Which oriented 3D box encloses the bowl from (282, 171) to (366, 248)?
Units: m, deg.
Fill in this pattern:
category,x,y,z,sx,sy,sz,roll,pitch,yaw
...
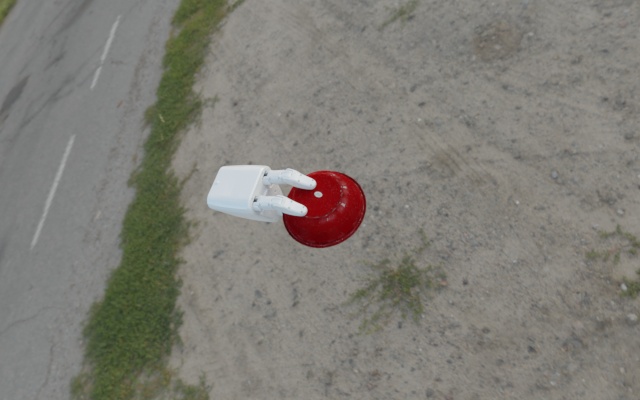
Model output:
category,x,y,z,sx,sy,sz,roll,pitch,yaw
bowl,0.001,0.003,0.872,0.162,0.162,0.055,0,-28,15
